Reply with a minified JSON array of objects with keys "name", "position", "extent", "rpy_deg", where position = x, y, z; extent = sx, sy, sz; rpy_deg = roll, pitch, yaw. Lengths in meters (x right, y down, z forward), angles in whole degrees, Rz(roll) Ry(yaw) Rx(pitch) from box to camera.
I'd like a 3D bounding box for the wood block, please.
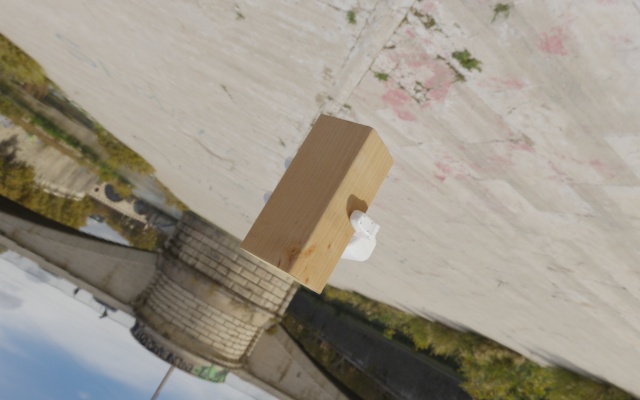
[{"name":"wood block","position":[0.000,0.002,0.624],"extent":[0.091,0.206,0.090],"rpy_deg":[22,-14,35]}]
